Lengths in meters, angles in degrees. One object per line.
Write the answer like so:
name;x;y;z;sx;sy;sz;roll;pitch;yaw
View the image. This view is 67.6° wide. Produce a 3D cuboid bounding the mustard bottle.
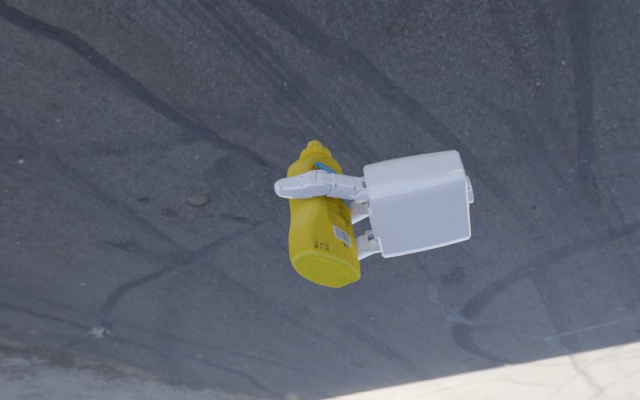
mustard bottle;0.000;0.002;0.575;0.058;0.191;0.096;-28;-42;28
